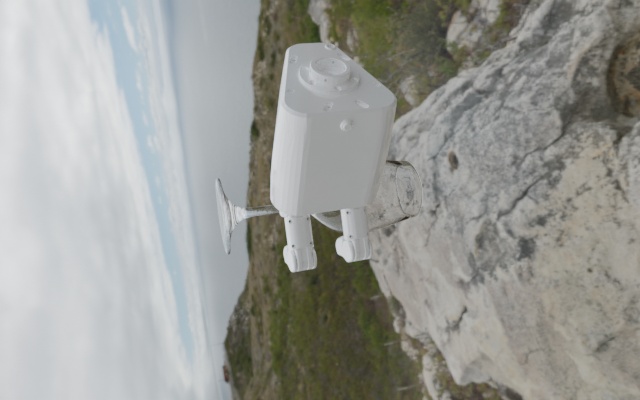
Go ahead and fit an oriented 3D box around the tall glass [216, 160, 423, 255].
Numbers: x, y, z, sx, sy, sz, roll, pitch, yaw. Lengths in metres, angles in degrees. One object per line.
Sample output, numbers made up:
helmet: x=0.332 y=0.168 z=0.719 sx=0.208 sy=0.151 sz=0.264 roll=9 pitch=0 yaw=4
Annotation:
tall glass: x=-0.001 y=0.002 z=0.485 sx=0.201 sy=0.079 sz=0.079 roll=-8 pitch=2 yaw=-16
